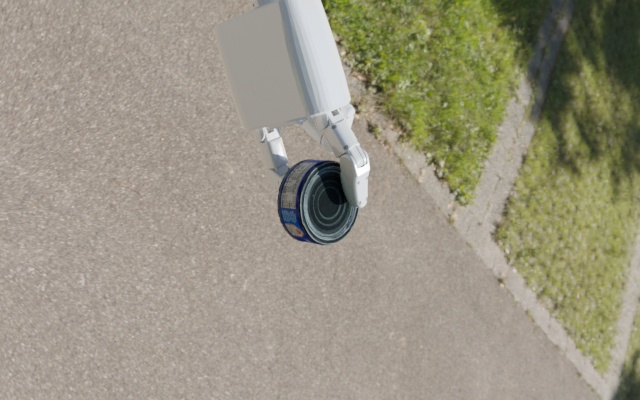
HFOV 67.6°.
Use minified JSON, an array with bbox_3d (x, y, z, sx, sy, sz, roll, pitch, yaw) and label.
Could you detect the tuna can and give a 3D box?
[{"bbox_3d":[0.000,0.002,0.480,0.086,0.086,0.034,0,4,-43],"label":"tuna can"}]
